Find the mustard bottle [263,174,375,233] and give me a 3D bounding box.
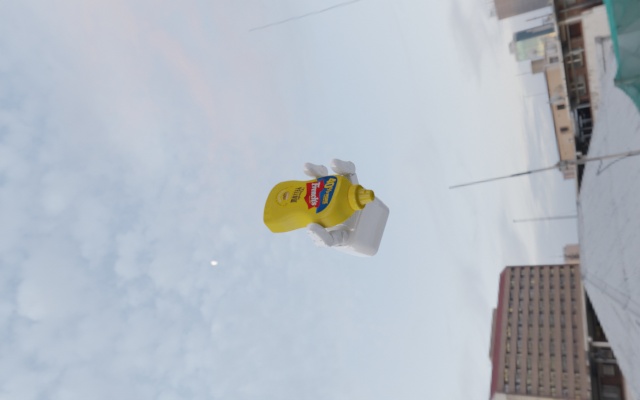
[{"bbox_3d":[0.000,0.002,0.791,0.191,0.096,0.058,-7,-44,31],"label":"mustard bottle"}]
